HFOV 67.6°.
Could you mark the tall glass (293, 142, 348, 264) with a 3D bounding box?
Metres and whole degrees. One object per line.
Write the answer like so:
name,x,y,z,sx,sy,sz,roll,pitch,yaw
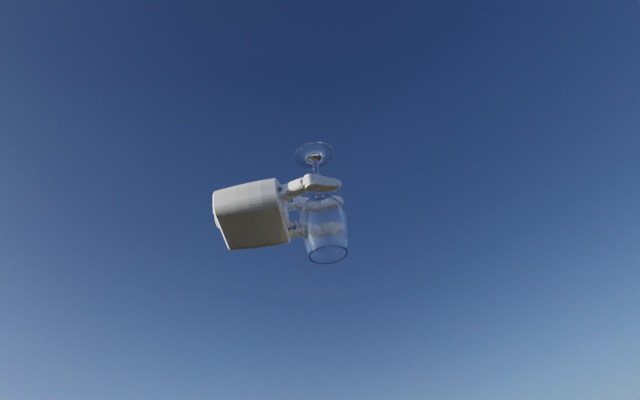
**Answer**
tall glass,0.000,0.002,0.795,0.079,0.201,0.079,-6,-33,-4
